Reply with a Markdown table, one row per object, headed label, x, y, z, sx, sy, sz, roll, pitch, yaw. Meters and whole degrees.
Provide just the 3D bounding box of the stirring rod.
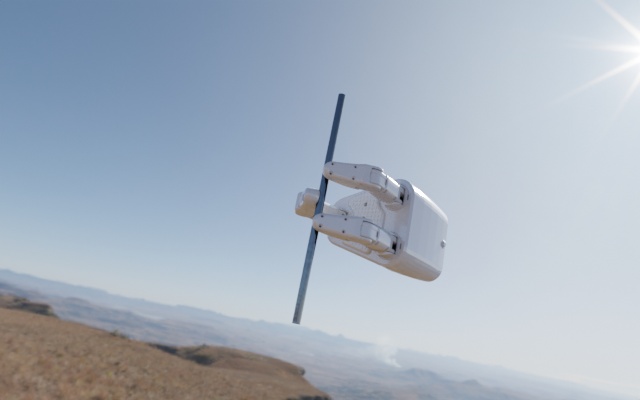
| label | x | y | z | sx | sy | sz | roll | pitch | yaw |
| --- | --- | --- | --- | --- | --- | --- | --- | --- | --- |
| stirring rod | 0.000 | 0.002 | 0.477 | 0.011 | 0.239 | 0.011 | 11 | -15 | 3 |
